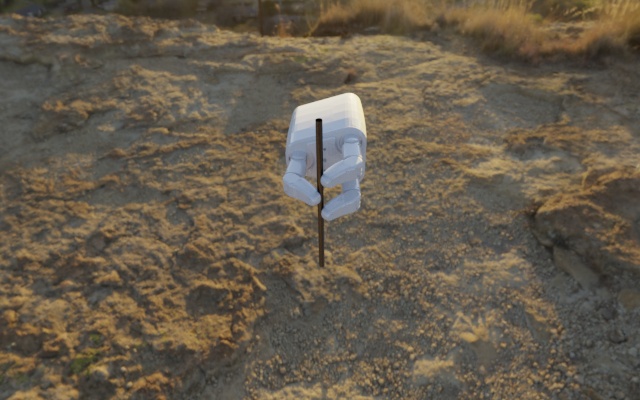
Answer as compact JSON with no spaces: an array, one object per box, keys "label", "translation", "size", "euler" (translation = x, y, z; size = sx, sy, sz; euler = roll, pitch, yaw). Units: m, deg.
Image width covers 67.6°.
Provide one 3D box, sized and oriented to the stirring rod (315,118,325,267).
[{"label":"stirring rod","translation":[0.000,0.002,0.606],"size":[0.011,0.240,0.011],"euler":[-1,41,1]}]
